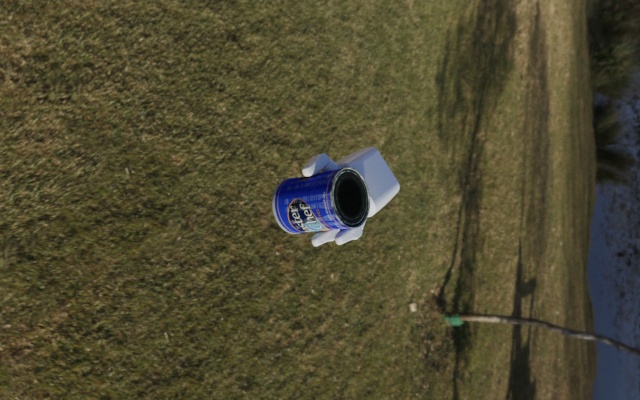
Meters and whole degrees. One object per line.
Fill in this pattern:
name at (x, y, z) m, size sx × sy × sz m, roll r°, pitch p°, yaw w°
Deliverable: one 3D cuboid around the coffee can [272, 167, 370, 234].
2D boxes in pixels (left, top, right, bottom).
coffee can at (0.000, 0.003, 0.832) m, size 0.140 × 0.103 × 0.103 m, roll -8°, pitch -6°, yaw 42°
